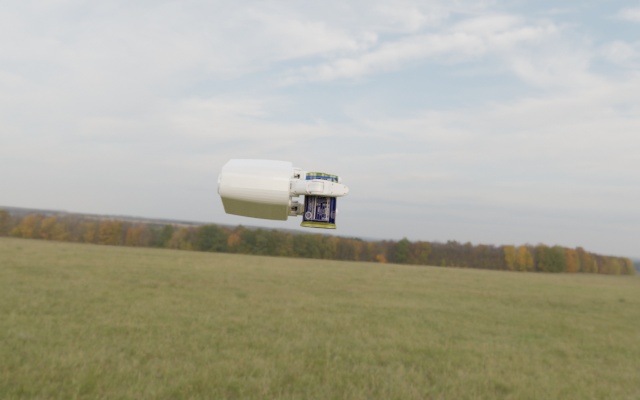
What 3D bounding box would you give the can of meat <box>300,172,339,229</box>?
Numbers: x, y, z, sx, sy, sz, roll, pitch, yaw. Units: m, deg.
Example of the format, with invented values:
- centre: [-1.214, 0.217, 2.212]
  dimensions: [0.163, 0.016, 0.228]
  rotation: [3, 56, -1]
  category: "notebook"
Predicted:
- centre: [0.000, 0.002, 0.769]
  dimensions: [0.057, 0.084, 0.102]
  rotation: [4, -4, 1]
  category: "can of meat"
